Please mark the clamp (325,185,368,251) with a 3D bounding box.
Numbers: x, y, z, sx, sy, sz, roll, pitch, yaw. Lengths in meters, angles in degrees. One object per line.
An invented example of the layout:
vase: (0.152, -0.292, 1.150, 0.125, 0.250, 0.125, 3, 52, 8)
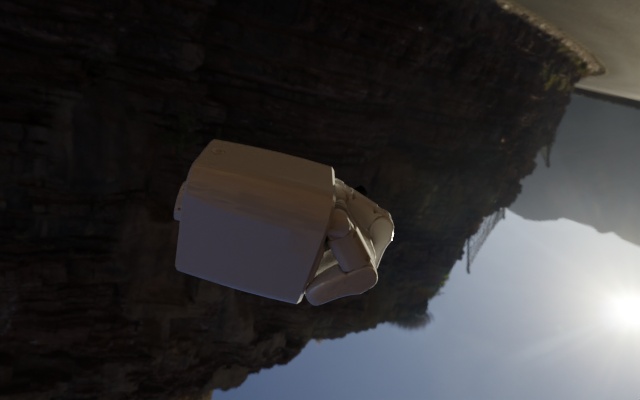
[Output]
clamp: (0.000, 0.002, 0.488, 0.120, 0.039, 0.171, 17, 18, -7)
